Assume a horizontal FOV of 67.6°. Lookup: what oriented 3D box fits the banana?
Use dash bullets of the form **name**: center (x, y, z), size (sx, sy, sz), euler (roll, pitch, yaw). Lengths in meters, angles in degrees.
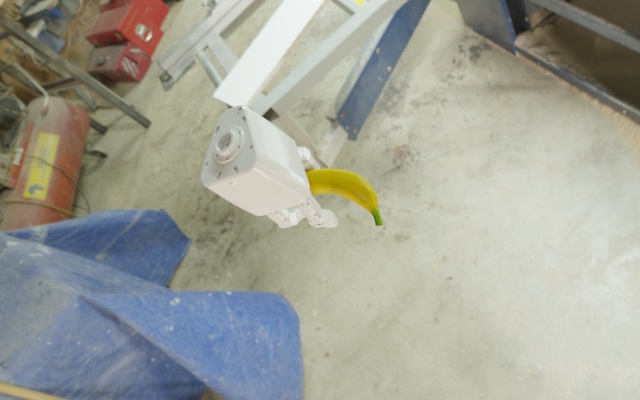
- **banana**: center (0.008, -0.015, 0.713), size (0.198, 0.069, 0.037), euler (12, -8, 35)
